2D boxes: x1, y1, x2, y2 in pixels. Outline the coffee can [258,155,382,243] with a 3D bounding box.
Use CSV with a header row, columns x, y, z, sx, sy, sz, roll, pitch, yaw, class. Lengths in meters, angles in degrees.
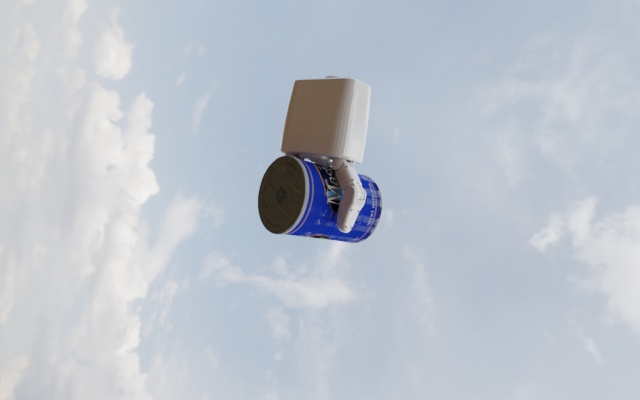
x,y,z,sx,sy,sz,roll,pitch,yaw,class
0.000,0.002,0.657,0.140,0.103,0.103,11,-7,-40,coffee can
